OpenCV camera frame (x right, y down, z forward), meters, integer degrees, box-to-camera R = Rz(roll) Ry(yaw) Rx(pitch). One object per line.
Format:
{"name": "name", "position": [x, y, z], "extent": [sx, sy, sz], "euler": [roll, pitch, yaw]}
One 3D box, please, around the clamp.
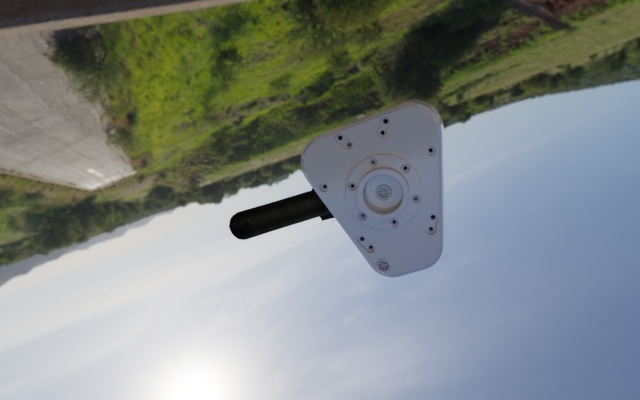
{"name": "clamp", "position": [0.000, 0.002, 0.443], "extent": [0.171, 0.039, 0.120], "euler": [-18, 6, 14]}
